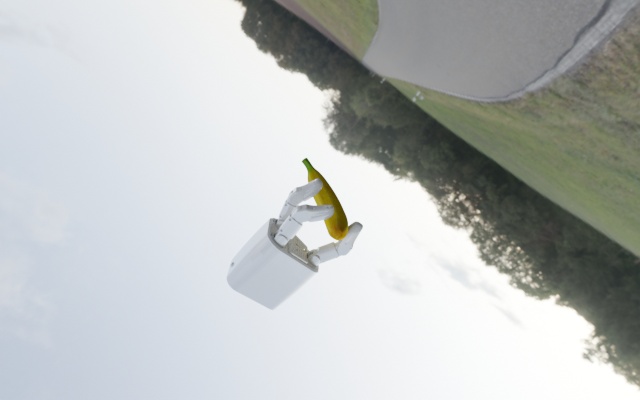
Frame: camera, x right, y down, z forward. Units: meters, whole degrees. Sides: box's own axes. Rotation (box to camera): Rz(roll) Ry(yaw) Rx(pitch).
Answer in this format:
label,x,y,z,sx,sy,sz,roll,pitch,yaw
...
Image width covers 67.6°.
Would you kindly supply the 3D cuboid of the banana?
label,x,y,z,sx,sy,sz,roll,pitch,yaw
banana,0.010,0.009,0.785,0.070,0.037,0.197,38,17,-40
